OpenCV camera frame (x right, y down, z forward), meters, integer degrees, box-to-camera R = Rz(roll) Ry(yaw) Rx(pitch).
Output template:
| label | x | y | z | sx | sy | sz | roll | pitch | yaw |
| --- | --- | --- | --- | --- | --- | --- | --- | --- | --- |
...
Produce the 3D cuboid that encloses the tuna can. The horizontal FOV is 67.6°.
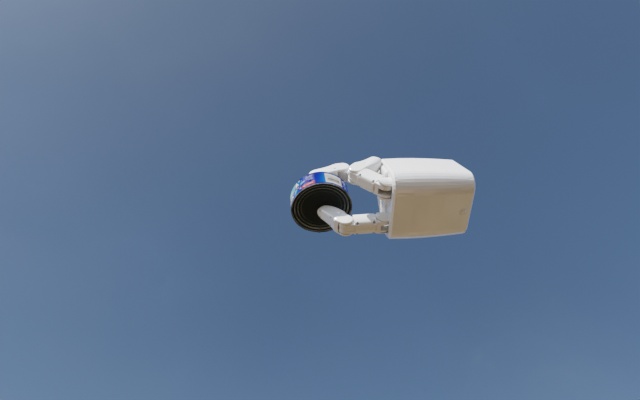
| label | x | y | z | sx | sy | sz | roll | pitch | yaw |
| --- | --- | --- | --- | --- | --- | --- | --- | --- | --- |
| tuna can | 0.000 | 0.002 | 0.676 | 0.086 | 0.086 | 0.033 | 0 | 37 | -7 |
